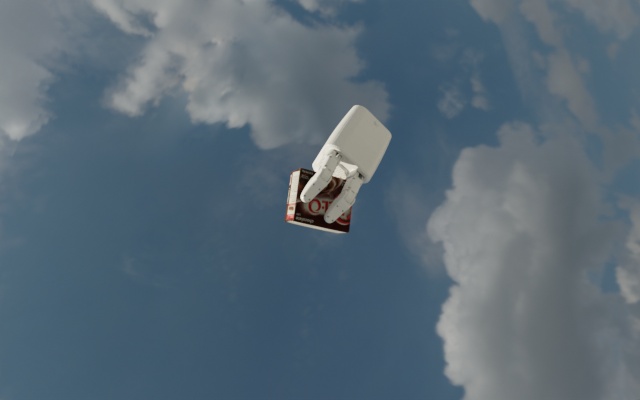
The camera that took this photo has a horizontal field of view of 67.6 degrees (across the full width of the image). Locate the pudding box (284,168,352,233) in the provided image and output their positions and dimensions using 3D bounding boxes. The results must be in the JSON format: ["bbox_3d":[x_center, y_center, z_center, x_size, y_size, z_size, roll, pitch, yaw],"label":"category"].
[{"bbox_3d":[0.000,0.003,0.803,0.113,0.090,0.039,13,-13,-28],"label":"pudding box"}]
